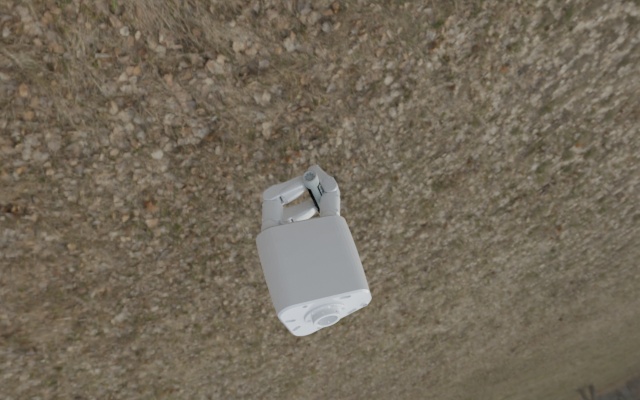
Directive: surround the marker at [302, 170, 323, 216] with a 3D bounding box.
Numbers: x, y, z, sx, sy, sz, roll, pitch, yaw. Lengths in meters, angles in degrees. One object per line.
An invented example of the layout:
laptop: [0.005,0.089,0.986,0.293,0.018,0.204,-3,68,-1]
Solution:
marker: [0.000,0.002,0.638,0.020,0.020,0.121,0,-32,16]
